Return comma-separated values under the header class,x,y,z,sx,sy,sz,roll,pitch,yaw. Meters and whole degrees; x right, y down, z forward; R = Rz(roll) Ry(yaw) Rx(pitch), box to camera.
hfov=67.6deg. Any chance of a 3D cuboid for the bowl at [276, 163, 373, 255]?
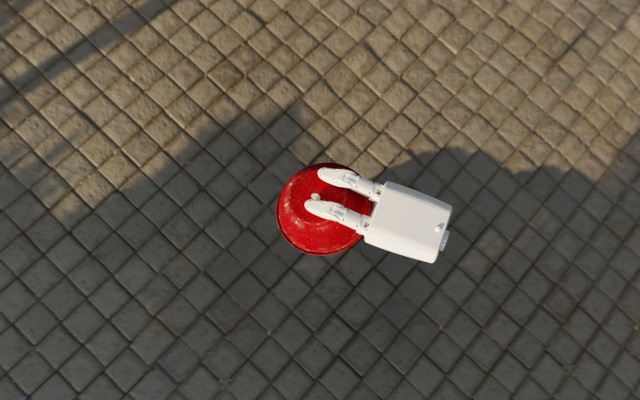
class,x,y,z,sx,sy,sz,roll,pitch,yaw
bowl,-0.001,0.002,0.757,0.162,0.162,0.055,0,-21,13
